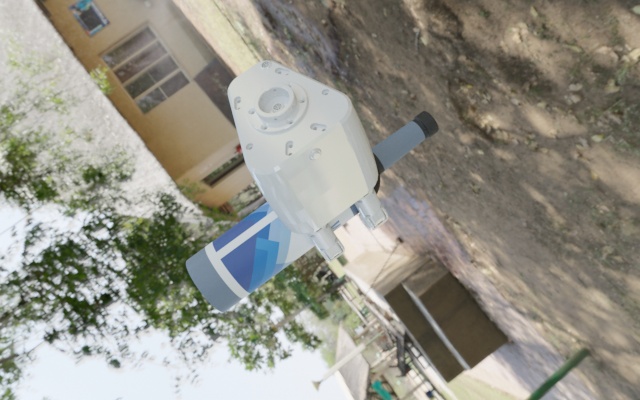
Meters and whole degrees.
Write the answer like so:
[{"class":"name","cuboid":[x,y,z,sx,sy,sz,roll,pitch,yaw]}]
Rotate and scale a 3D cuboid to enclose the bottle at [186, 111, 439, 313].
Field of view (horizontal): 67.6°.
[{"class":"bottle","cuboid":[0.000,0.002,0.502,0.295,0.069,0.069,-36,3,-4]}]
